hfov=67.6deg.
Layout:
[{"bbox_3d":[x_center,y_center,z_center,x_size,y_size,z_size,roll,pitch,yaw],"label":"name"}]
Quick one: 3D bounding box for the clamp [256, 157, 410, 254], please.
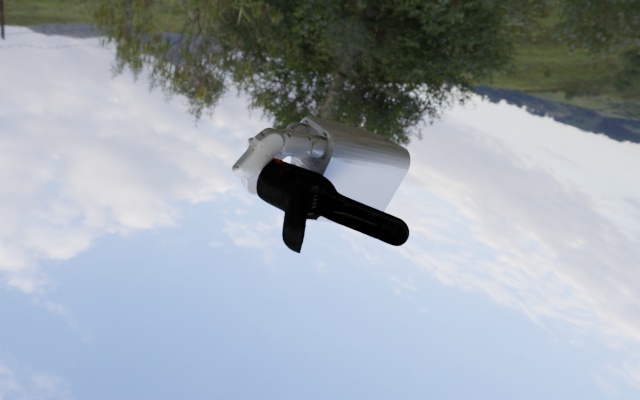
[{"bbox_3d":[0.000,0.002,0.446,0.120,0.039,0.171,10,21,-27],"label":"clamp"}]
